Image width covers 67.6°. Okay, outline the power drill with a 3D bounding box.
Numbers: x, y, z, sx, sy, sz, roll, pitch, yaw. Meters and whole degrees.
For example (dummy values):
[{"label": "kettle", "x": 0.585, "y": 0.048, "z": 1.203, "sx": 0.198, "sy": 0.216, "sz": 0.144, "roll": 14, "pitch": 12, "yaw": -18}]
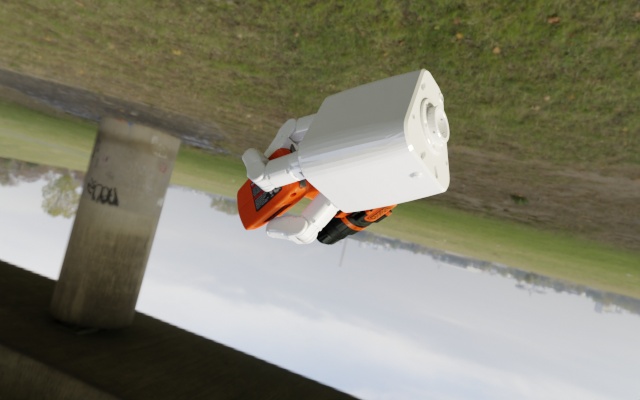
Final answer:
[{"label": "power drill", "x": 0.000, "y": 0.002, "z": 0.567, "sx": 0.187, "sy": 0.057, "sz": 0.184, "roll": 3, "pitch": -32, "yaw": -40}]
